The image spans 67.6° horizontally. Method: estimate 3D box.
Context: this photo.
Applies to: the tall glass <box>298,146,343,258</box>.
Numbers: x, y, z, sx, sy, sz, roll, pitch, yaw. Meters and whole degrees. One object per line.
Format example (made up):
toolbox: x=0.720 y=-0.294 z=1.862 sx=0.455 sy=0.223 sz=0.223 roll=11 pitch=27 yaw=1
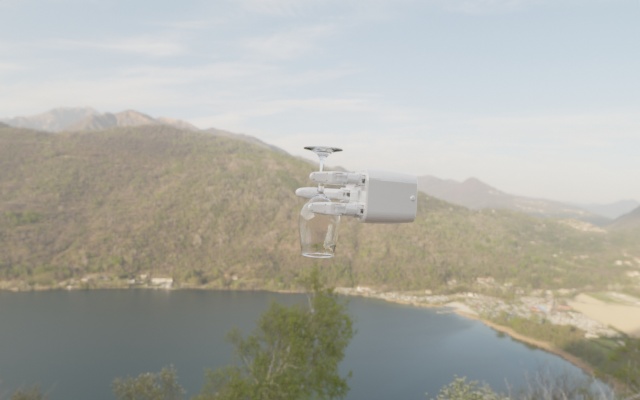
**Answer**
tall glass: x=0.000 y=0.002 z=0.889 sx=0.079 sy=0.201 sz=0.079 roll=3 pitch=0 yaw=0
